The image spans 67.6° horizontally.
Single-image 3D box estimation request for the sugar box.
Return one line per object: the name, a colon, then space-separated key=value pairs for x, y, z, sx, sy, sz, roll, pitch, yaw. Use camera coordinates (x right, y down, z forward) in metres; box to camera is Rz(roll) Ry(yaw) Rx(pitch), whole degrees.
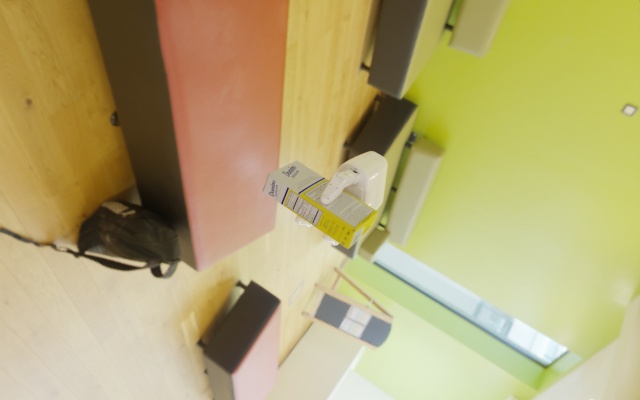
sugar box: x=0.000 y=0.003 z=0.804 sx=0.176 sy=0.048 sz=0.093 roll=31 pitch=31 yaw=17
